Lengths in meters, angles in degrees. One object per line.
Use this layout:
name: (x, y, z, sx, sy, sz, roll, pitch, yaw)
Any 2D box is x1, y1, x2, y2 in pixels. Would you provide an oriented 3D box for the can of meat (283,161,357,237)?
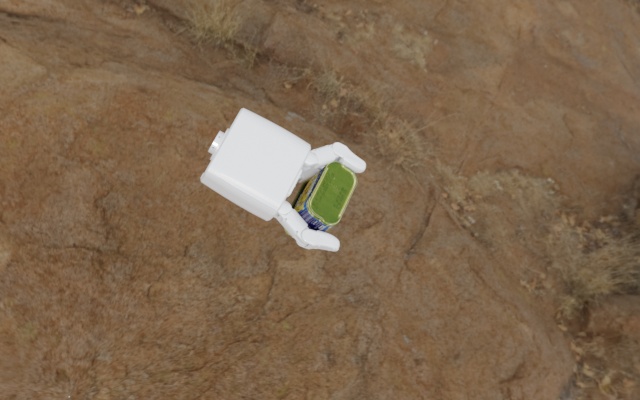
can of meat: (0.000, 0.002, 0.679, 0.057, 0.102, 0.084, 33, -32, -11)
